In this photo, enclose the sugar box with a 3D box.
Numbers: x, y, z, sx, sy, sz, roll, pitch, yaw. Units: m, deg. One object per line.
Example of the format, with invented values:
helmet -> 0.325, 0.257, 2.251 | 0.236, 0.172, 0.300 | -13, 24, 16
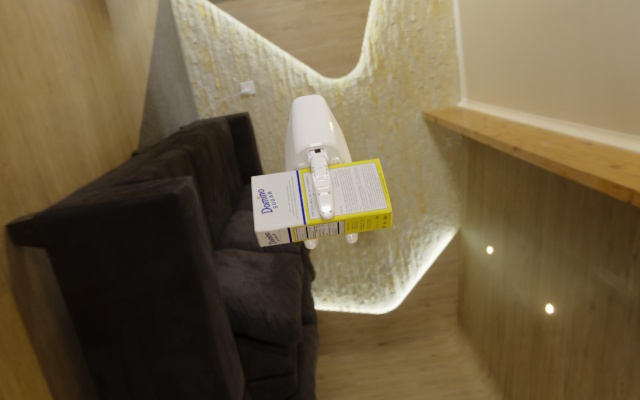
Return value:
sugar box -> 0.000, 0.002, 0.634 | 0.176, 0.093, 0.048 | -9, -37, 0
